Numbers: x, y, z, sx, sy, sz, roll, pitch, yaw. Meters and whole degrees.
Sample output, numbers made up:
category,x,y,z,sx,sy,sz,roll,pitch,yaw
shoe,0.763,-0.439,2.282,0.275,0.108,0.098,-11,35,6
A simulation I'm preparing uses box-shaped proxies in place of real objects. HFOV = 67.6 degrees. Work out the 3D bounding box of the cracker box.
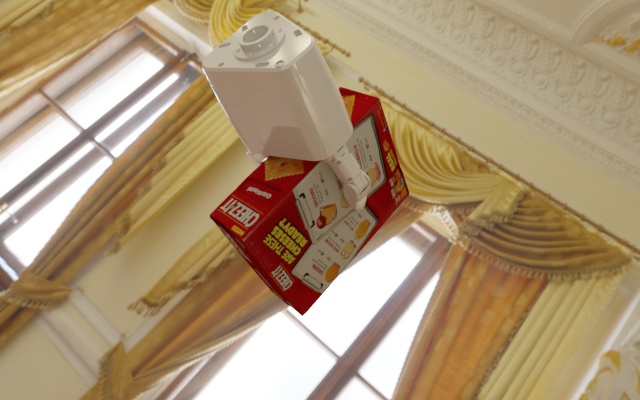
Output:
category,x,y,z,sx,sy,sz,roll,pitch,yaw
cracker box,0.000,0.002,0.554,0.072,0.213,0.164,28,-23,40
